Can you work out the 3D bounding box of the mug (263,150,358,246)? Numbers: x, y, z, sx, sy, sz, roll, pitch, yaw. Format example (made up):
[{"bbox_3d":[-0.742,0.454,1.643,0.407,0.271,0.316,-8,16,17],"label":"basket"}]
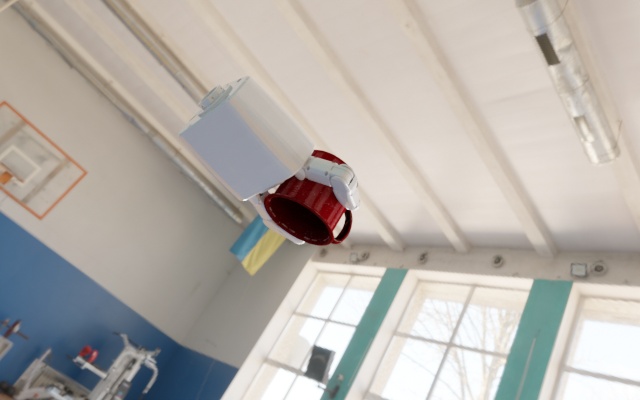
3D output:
[{"bbox_3d":[0.001,0.003,0.575,0.093,0.081,0.117,-7,-47,51],"label":"mug"}]
